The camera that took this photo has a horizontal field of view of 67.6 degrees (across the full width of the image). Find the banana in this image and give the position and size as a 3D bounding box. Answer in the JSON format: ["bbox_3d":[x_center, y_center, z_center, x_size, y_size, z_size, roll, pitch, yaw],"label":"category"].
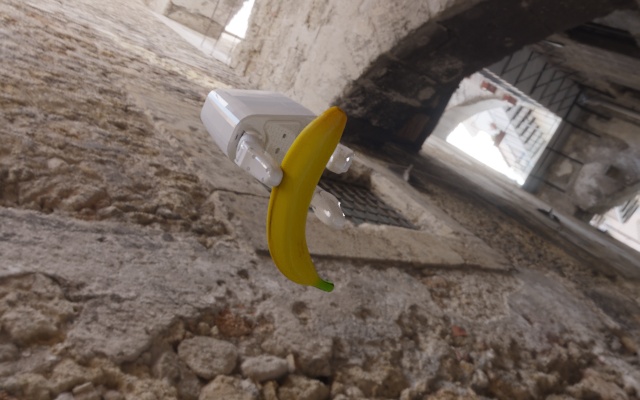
[{"bbox_3d":[-0.017,0.007,0.452,0.069,0.198,0.037,-10,32,-23],"label":"banana"}]
